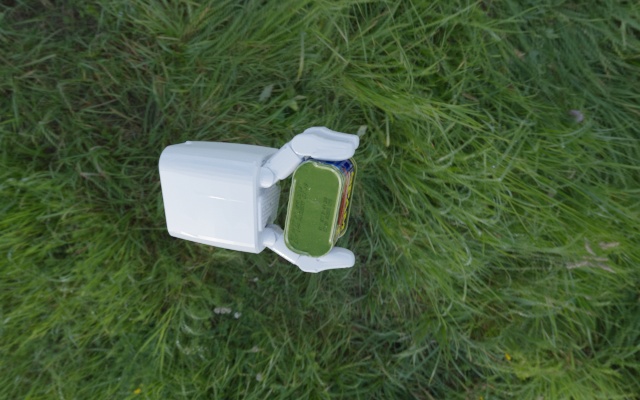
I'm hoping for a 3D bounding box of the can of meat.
[{"bbox_3d":[0.000,0.002,0.503,0.057,0.102,0.084,11,14,9],"label":"can of meat"}]
